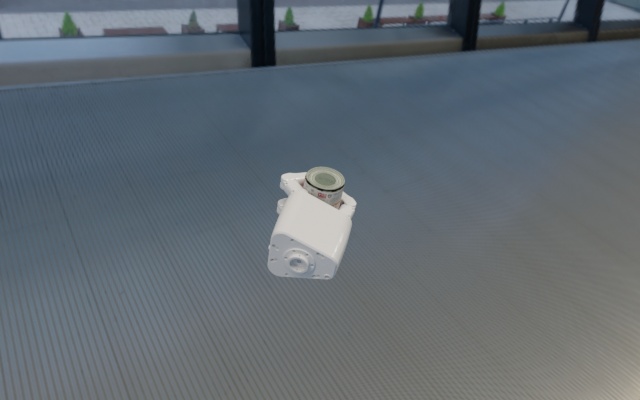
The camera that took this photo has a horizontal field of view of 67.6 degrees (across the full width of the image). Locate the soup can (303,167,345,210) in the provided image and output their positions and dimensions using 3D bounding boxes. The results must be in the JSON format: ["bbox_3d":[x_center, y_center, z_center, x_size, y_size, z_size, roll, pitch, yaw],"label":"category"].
[{"bbox_3d":[0.000,0.002,0.811,0.068,0.102,0.068,7,37,-5],"label":"soup can"}]
